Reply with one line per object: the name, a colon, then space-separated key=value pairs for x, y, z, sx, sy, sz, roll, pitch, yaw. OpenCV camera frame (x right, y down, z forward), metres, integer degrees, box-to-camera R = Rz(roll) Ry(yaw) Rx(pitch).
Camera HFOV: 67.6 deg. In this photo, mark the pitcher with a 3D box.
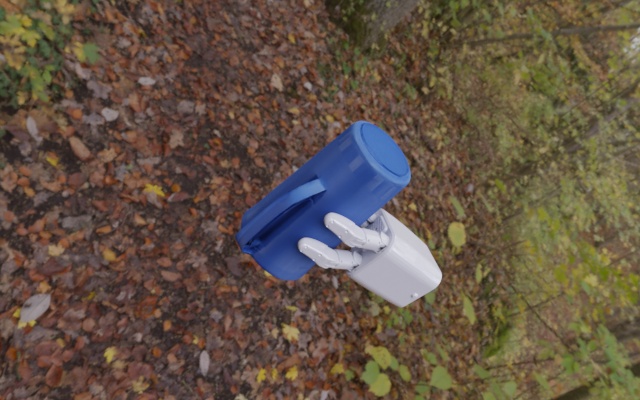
pitcher: x=0.000 y=0.002 z=0.674 sx=0.145 sy=0.149 sz=0.243 roll=37 pitch=-57 yaw=-20
